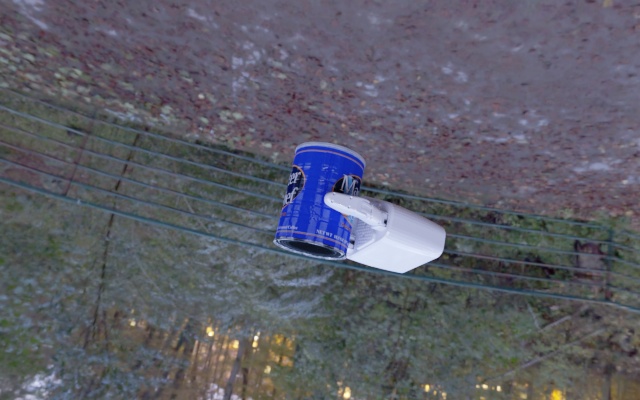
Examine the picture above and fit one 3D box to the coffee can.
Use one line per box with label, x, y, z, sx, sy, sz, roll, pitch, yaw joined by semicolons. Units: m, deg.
coffee can;0.000;0.002;0.669;0.103;0.140;0.103;12;-16;3
